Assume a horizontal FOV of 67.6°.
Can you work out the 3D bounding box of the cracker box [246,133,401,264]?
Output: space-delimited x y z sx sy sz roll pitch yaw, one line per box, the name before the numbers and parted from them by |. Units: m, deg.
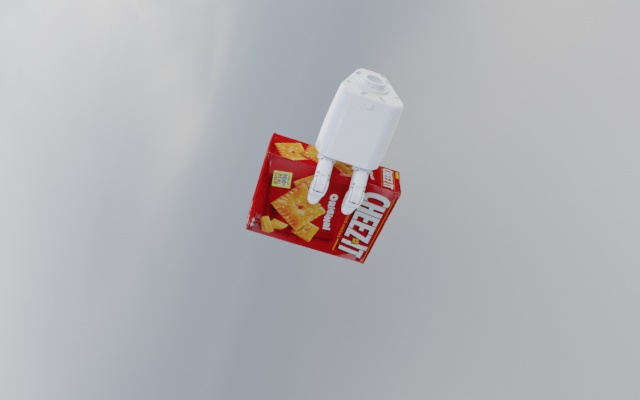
cracker box | 0.000 0.002 0.778 0.214 0.164 0.072 17 37 -7
